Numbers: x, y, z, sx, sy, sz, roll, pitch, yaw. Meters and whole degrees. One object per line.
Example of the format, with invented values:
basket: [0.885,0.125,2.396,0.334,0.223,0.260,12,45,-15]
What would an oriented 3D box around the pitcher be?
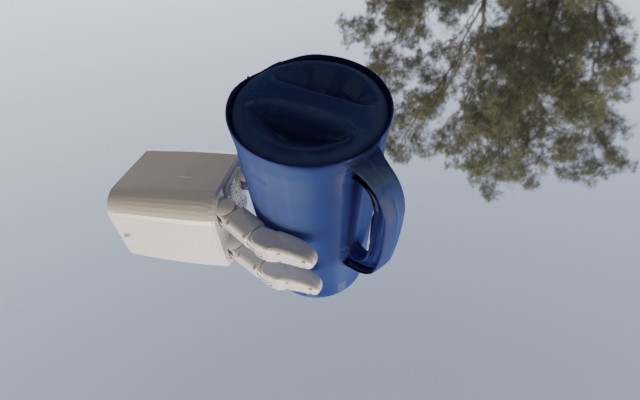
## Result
pitcher: [0.000,0.001,0.460,0.145,0.149,0.243,4,-38,5]
